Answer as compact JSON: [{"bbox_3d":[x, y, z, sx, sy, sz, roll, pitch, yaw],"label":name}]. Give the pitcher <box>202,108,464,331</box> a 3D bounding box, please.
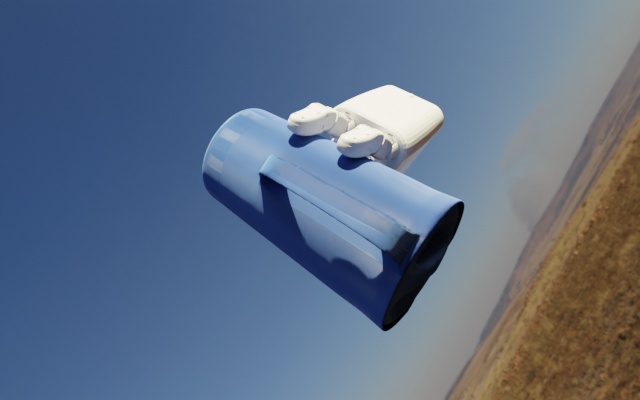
[{"bbox_3d":[0.000,0.001,0.457,0.242,0.149,0.145,31,43,23],"label":"pitcher"}]
